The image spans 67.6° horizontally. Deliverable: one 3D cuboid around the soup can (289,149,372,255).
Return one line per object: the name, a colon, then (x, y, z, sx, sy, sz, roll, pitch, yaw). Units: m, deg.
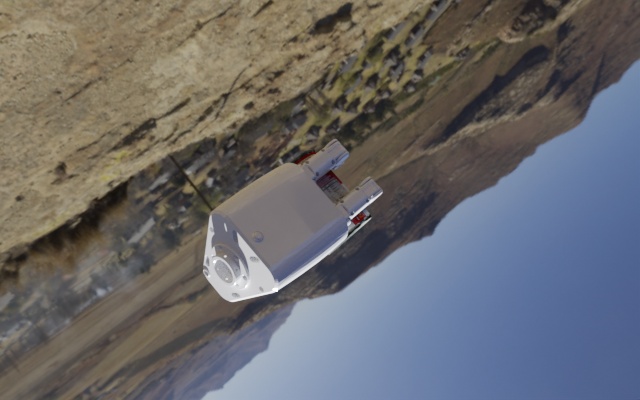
soup can: (0.001, 0.002, 0.539, 0.068, 0.102, 0.068, -41, -6, -6)
